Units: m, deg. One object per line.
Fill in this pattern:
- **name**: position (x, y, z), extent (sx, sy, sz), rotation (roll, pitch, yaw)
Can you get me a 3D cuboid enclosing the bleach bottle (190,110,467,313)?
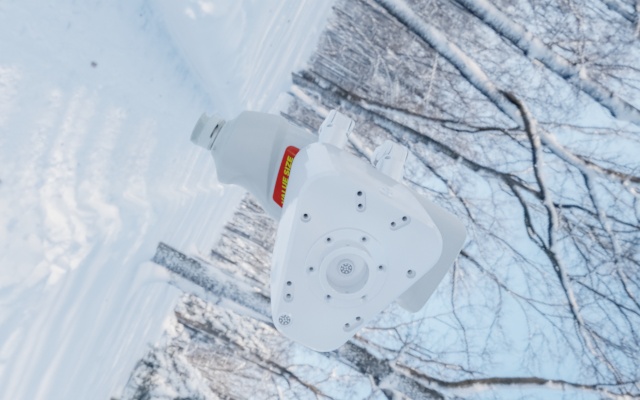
- **bleach bottle**: position (0.000, 0.001, 0.430), extent (0.251, 0.102, 0.068), rotation (28, 12, -9)
